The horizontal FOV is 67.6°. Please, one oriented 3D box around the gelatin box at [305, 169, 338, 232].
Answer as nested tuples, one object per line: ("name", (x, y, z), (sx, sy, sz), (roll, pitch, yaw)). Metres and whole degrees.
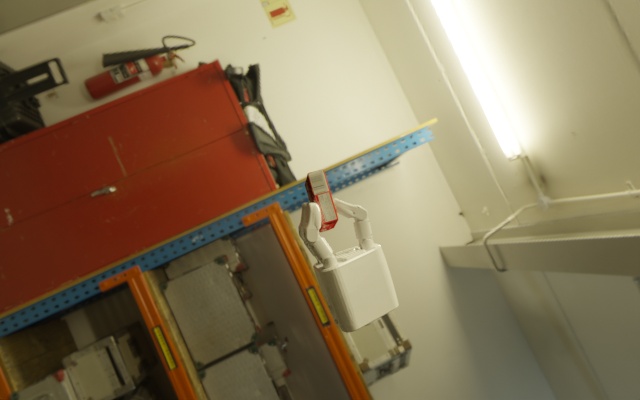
("gelatin box", (0.000, 0.002, 0.777), (0.030, 0.089, 0.073), (-15, -10, -8))
